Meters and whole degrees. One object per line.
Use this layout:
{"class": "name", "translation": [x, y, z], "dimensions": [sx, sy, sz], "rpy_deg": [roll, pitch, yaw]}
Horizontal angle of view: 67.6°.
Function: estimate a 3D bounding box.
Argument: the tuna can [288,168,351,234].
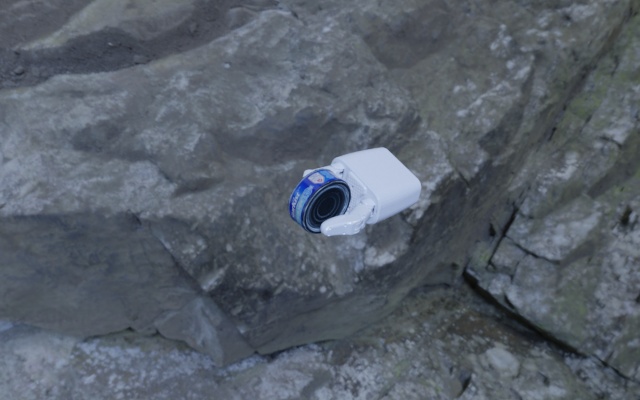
{"class": "tuna can", "translation": [0.000, 0.002, 0.644], "dimensions": [0.086, 0.086, 0.033], "rpy_deg": [0, 30, -46]}
